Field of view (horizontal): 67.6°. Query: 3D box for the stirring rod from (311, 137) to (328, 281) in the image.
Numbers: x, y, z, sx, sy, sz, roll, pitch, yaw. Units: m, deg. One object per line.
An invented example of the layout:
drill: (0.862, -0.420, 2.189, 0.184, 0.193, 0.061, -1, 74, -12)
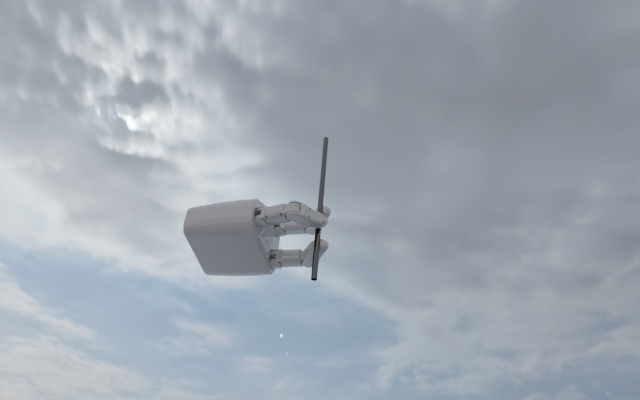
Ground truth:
stirring rod: (0.000, 0.002, 0.677, 0.011, 0.239, 0.011, 3, -35, 2)
